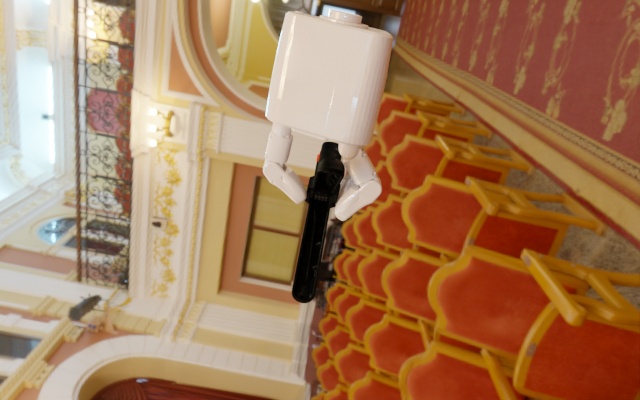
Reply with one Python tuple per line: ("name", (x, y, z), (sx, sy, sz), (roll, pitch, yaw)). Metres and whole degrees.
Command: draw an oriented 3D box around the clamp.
("clamp", (-0.001, 0.001, 0.540), (0.036, 0.165, 0.210), (13, 23, -2))
